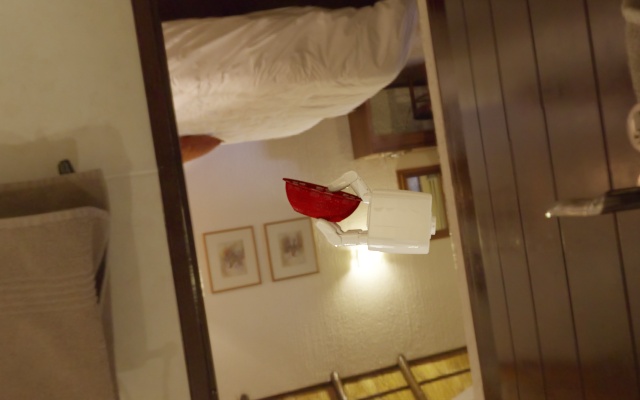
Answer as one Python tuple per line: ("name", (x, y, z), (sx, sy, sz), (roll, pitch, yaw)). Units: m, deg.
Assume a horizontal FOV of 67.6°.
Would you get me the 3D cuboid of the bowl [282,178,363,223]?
("bowl", (-0.001, 0.003, 0.900), (0.162, 0.055, 0.162), (15, 5, -1))
